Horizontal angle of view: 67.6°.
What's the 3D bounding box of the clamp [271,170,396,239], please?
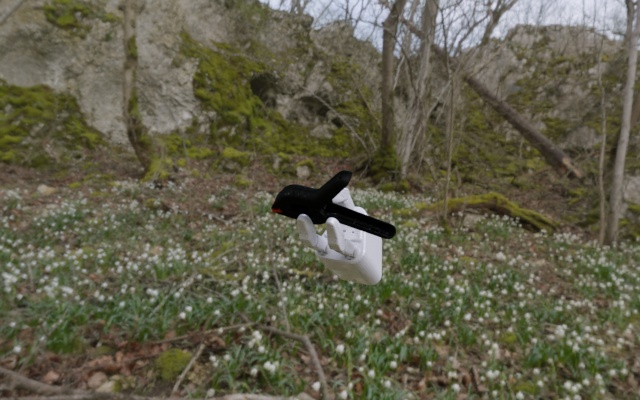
[{"bbox_3d":[0.000,0.002,0.754,0.210,0.036,0.165,6,-31,32],"label":"clamp"}]
